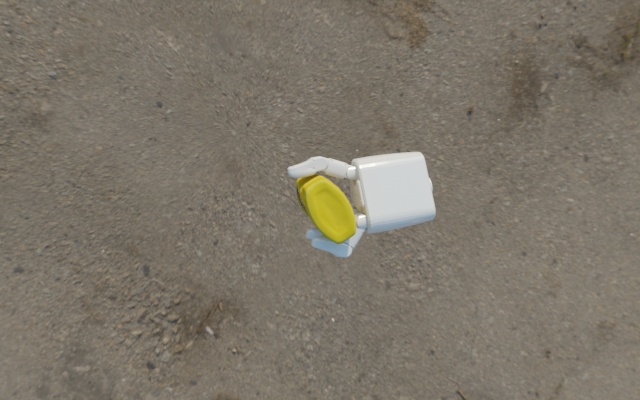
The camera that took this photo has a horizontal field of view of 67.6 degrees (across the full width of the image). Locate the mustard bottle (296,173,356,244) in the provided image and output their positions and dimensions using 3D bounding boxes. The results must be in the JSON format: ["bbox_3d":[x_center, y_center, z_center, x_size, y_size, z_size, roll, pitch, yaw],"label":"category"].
[{"bbox_3d":[0.000,0.003,0.742,0.058,0.096,0.191,-33,12,-3],"label":"mustard bottle"}]
